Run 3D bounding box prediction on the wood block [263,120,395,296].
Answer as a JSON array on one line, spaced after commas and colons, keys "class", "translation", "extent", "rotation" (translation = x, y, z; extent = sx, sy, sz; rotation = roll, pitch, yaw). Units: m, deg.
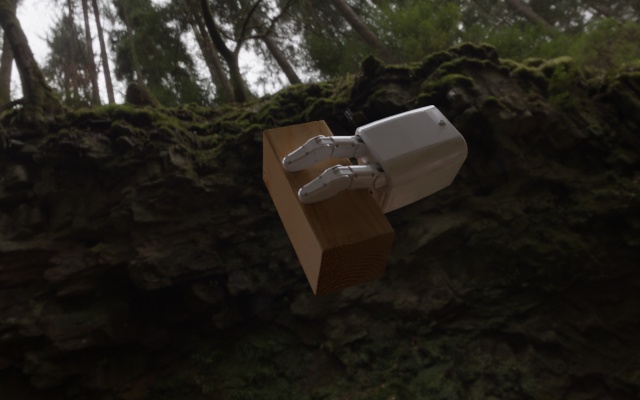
[{"class": "wood block", "translation": [0.000, 0.002, 0.599], "extent": [0.090, 0.206, 0.091], "rotation": [-13, -41, -18]}]
